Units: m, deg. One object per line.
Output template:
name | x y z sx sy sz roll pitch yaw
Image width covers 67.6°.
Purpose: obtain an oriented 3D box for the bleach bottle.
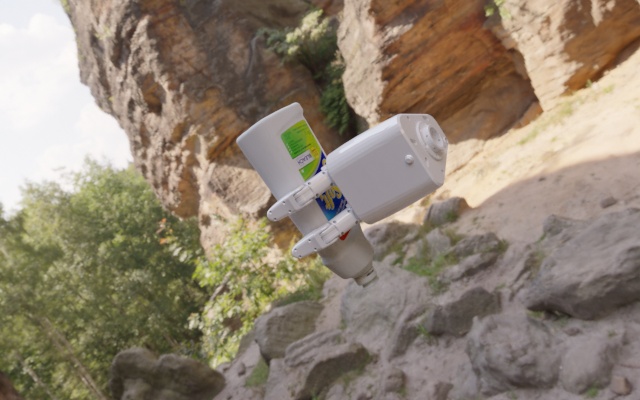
bleach bottle | 0.000 0.002 0.620 0.068 0.251 0.102 -29 8 37
